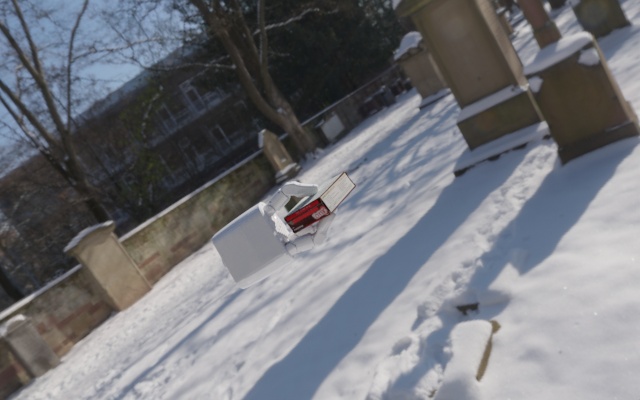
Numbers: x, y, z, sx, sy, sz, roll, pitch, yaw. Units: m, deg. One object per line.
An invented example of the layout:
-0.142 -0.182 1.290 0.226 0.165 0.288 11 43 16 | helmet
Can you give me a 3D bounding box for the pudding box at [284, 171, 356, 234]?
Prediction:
0.000 0.003 0.820 0.090 0.039 0.113 -29 12 36 | pudding box
